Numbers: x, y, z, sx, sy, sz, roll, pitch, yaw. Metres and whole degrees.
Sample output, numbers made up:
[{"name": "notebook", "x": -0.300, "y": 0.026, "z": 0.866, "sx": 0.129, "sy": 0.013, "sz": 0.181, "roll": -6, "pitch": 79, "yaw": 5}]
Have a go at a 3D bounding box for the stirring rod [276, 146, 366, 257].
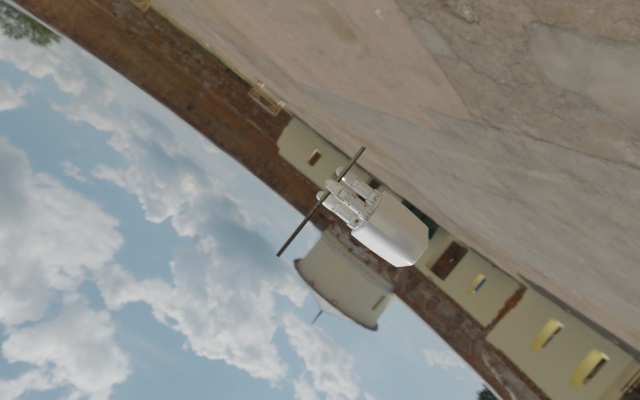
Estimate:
[{"name": "stirring rod", "x": 0.000, "y": 0.003, "z": 0.822, "sx": 0.011, "sy": 0.239, "sz": 0.011, "roll": 38, "pitch": 4, "yaw": -3}]
